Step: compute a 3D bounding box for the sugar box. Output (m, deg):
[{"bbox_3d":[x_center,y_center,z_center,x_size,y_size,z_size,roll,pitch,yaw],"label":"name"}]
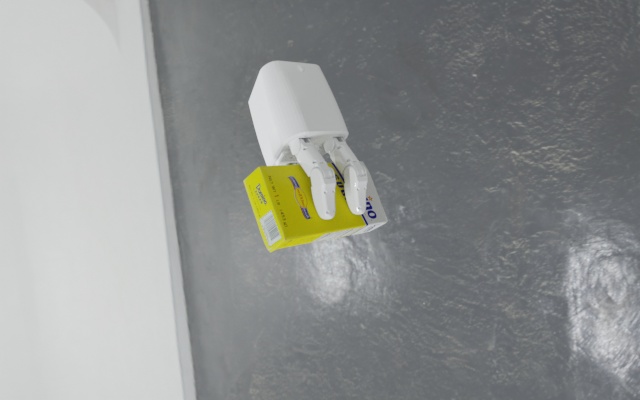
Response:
[{"bbox_3d":[0.000,0.002,0.592,0.176,0.093,0.048,-9,-18,-40],"label":"sugar box"}]
